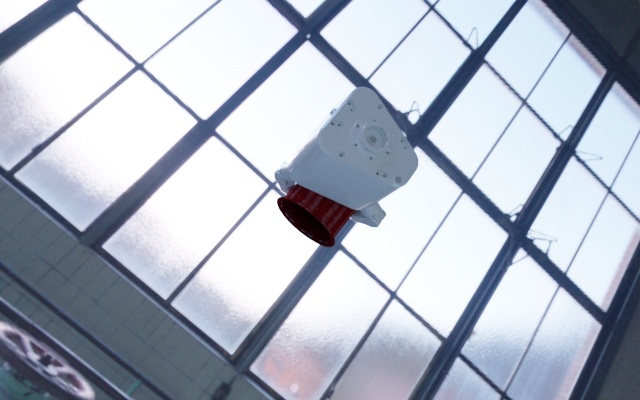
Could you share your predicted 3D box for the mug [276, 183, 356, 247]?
[{"bbox_3d":[0.000,0.002,0.630,0.093,0.081,0.117,42,-21,-7],"label":"mug"}]
